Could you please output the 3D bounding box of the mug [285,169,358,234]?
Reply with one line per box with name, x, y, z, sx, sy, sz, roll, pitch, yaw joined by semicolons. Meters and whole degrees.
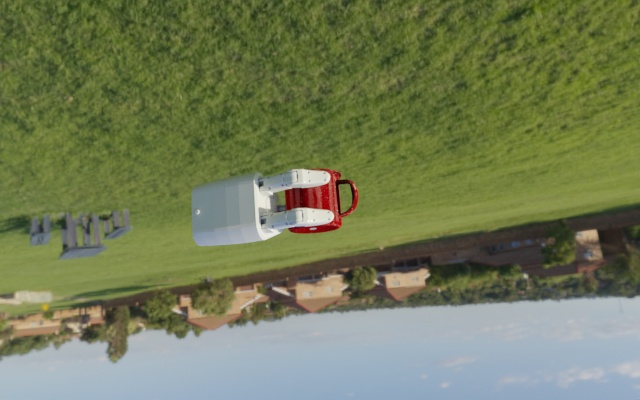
mug;0.002;0.002;0.711;0.117;0.081;0.093;-9;-13;17
